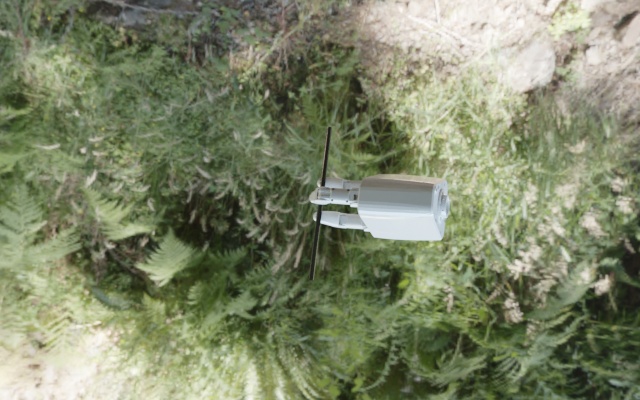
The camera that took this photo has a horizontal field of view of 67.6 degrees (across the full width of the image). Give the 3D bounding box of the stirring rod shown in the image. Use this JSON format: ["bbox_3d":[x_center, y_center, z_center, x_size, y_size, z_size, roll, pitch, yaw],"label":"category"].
[{"bbox_3d":[0.000,0.002,0.741,0.011,0.239,0.011,7,-8,1],"label":"stirring rod"}]
